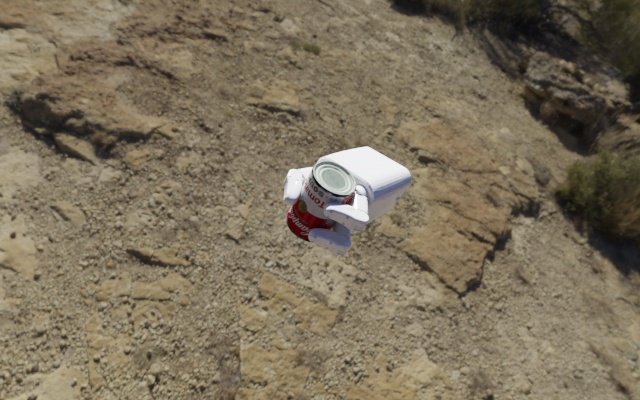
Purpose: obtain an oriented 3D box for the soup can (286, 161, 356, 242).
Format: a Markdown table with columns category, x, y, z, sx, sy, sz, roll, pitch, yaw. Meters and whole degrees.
| category | x | y | z | sx | sy | sz | roll | pitch | yaw |
| --- | --- | --- | --- | --- | --- | --- | --- | --- | --- |
| soup can | 0.000 | 0.002 | 0.677 | 0.068 | 0.068 | 0.102 | 0 | -41 | -31 |
